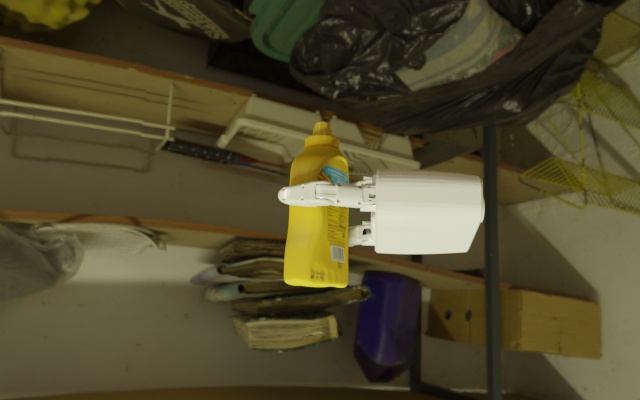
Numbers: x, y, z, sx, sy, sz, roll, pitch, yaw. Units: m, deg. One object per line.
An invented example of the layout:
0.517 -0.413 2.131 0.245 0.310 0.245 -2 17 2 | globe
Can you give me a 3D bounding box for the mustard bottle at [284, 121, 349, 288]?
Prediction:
0.000 0.002 0.550 0.058 0.191 0.096 -4 -13 30 | mustard bottle
